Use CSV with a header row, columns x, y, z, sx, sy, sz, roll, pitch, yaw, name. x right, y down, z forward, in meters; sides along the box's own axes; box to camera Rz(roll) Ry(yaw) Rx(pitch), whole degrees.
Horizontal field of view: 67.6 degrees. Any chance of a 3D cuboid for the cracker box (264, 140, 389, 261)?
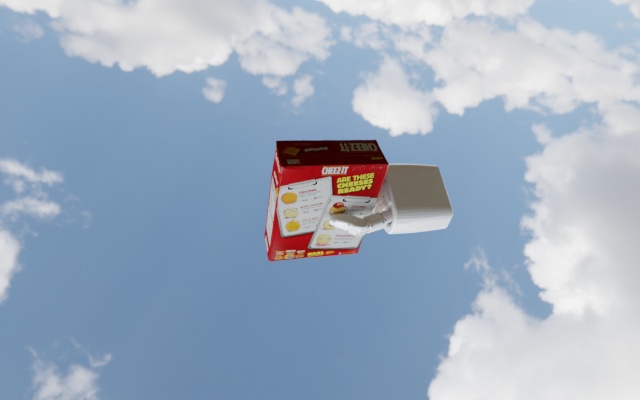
x,y,z,sx,sy,sz,roll,pitch,yaw,name
0.000,0.003,0.774,0.164,0.214,0.072,-3,45,-16,cracker box
